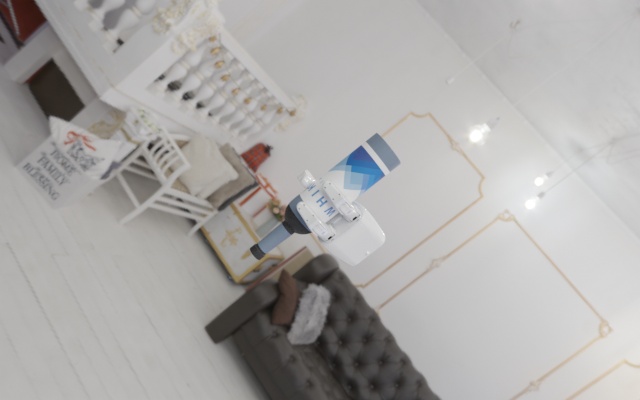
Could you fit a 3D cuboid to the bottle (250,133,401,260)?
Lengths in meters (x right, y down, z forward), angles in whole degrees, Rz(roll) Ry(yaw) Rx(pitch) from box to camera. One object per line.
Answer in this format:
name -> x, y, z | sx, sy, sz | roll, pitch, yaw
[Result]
bottle -> 0.000, 0.002, 0.816 | 0.296, 0.069, 0.069 | -38, -5, 6
